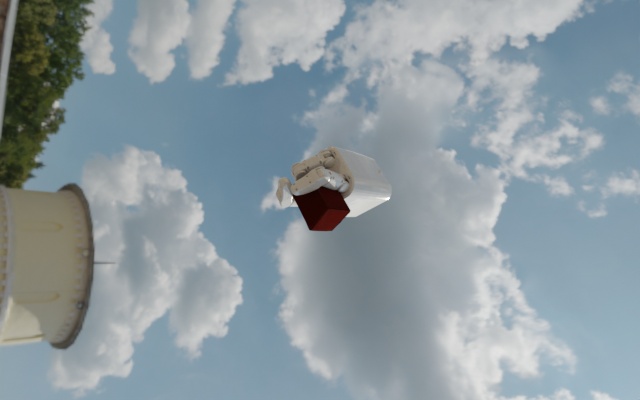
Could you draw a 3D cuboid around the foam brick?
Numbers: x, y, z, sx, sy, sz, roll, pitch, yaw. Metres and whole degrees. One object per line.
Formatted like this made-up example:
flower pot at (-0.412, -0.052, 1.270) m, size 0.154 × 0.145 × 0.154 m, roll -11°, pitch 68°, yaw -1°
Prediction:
foam brick at (0.000, 0.003, 0.743) m, size 0.051 × 0.078 × 0.053 m, roll 8°, pitch -46°, yaw -44°
